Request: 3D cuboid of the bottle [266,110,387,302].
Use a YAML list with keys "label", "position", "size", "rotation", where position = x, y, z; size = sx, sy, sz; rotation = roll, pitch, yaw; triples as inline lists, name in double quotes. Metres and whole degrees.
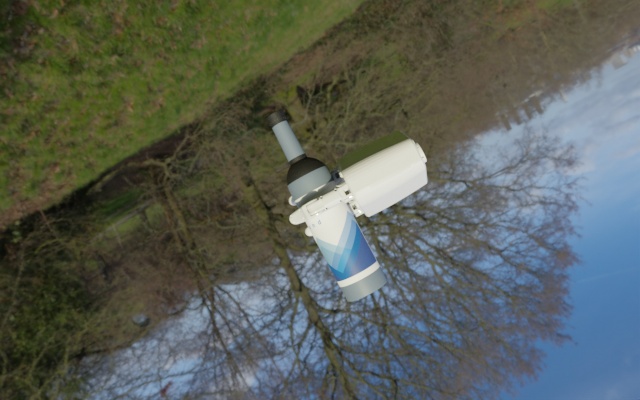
- label: "bottle"
  position: [0.000, 0.003, 0.704]
  size: [0.069, 0.295, 0.069]
  rotation: [-28, -1, -1]
